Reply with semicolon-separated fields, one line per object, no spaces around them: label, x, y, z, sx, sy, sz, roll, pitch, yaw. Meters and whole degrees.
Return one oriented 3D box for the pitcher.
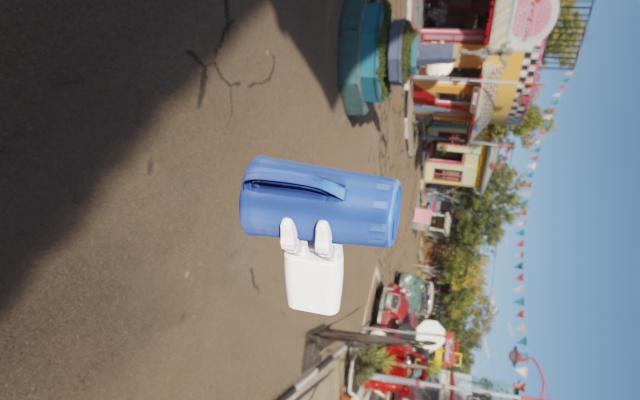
pitcher;0.000;0.003;0.754;0.243;0.145;0.149;7;25;14
